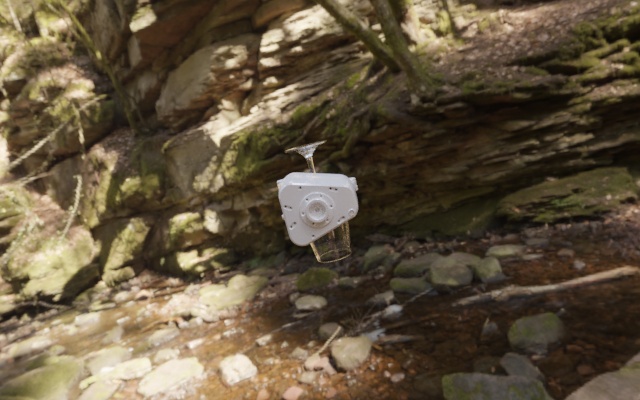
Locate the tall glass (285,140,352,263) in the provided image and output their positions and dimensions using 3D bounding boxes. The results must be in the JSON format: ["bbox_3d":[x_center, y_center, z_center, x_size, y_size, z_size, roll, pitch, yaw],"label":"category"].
[{"bbox_3d":[0.000,0.002,0.823,0.079,0.201,0.079,-14,9,2],"label":"tall glass"}]
